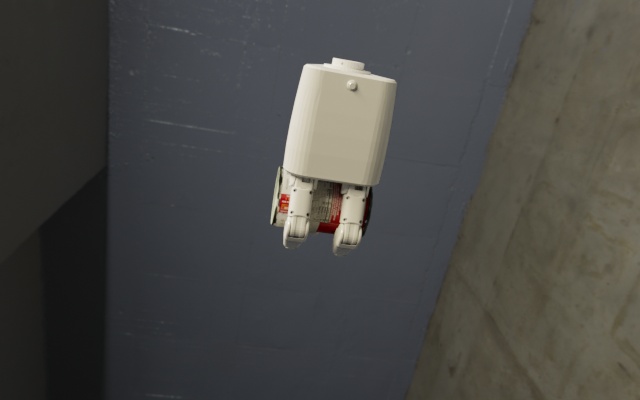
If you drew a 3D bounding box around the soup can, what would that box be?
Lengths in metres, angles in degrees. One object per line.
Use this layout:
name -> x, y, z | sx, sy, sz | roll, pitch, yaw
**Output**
soup can -> 0.000, 0.002, 0.530 | 0.102, 0.068, 0.068 | 8, -1, -8
